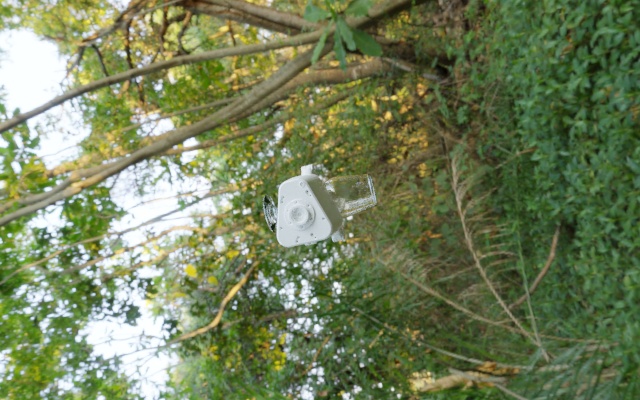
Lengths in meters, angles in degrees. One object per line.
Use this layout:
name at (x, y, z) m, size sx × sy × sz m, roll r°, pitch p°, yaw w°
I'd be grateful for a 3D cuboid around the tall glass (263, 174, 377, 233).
tall glass at (-0.001, 0.003, 0.889) m, size 0.201 × 0.079 × 0.079 m, roll -13°, pitch -3°, yaw 10°
